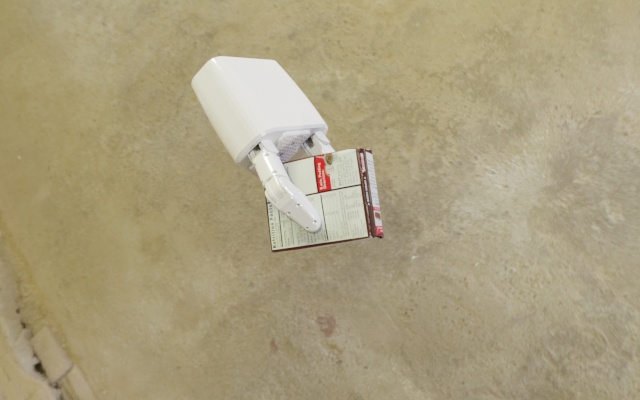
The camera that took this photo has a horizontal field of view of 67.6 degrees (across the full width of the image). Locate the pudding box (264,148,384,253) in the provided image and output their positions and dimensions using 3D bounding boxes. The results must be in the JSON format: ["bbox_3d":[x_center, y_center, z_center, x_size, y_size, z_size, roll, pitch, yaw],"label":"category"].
[{"bbox_3d":[0.000,0.001,0.475,0.113,0.090,0.039,-10,-6,27],"label":"pudding box"}]
